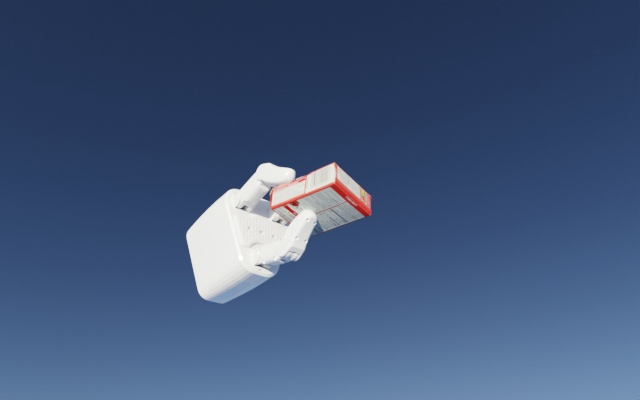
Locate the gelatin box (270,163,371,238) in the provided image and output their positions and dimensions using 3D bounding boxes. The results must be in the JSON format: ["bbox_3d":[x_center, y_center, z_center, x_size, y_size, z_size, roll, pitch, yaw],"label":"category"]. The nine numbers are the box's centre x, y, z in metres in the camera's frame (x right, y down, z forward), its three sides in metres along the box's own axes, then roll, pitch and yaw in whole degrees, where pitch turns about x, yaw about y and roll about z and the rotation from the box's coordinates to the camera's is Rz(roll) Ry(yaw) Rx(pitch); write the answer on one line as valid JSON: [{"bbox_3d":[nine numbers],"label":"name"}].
[{"bbox_3d":[0.000,0.002,0.527,0.089,0.030,0.073,-21,-41,29],"label":"gelatin box"}]
